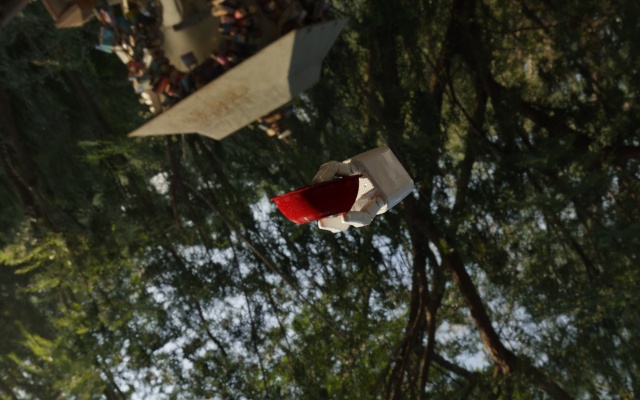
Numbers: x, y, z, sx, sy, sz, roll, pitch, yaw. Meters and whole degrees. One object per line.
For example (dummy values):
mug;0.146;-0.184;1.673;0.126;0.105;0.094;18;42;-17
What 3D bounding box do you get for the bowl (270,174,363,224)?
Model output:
bowl;-0.001;0.003;0.806;0.162;0.055;0.162;-15;-2;0
